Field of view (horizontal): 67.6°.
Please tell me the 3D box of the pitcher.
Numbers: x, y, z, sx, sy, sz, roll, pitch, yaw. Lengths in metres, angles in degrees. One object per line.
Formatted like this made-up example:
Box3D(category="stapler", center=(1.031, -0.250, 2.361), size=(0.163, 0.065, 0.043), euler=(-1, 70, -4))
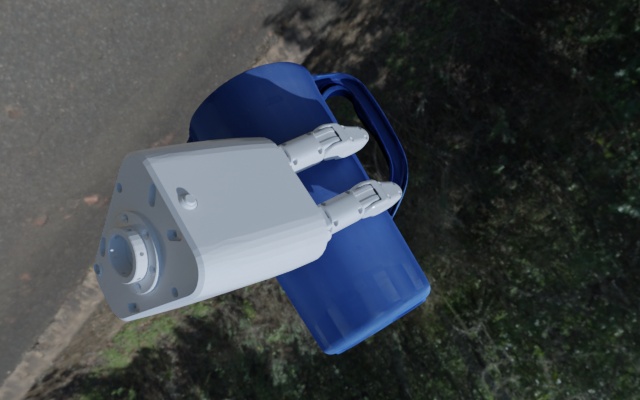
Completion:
Box3D(category="pitcher", center=(0.000, 0.001, 0.435), size=(0.149, 0.242, 0.145), euler=(-42, -18, 35))
